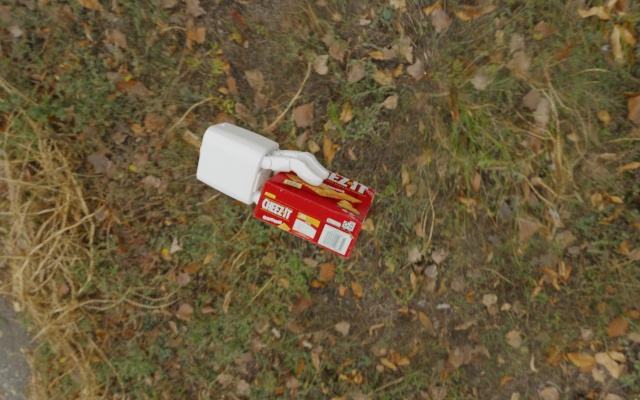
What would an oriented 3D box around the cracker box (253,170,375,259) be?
[{"bbox_3d":[0.000,0.003,0.819,0.164,0.072,0.213,24,18,5],"label":"cracker box"}]
